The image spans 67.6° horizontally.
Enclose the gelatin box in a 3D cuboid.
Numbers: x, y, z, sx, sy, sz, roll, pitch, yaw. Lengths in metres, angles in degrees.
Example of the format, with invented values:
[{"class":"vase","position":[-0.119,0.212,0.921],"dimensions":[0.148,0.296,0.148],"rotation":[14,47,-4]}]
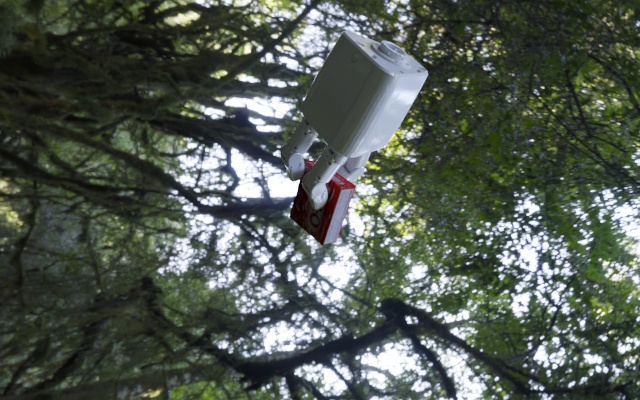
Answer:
[{"class":"gelatin box","position":[0.000,0.002,0.624],"dimensions":[0.030,0.089,0.073],"rotation":[-10,37,-43]}]
